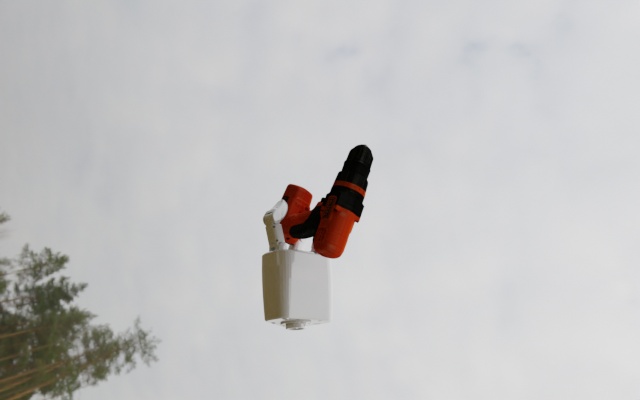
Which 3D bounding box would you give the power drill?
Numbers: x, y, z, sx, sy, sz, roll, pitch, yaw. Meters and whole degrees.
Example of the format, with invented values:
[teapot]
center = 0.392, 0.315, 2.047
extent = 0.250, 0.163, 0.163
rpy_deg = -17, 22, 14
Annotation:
[power drill]
center = 0.000, 0.003, 0.772
extent = 0.057, 0.184, 0.187
rpy_deg = 31, -20, -26
